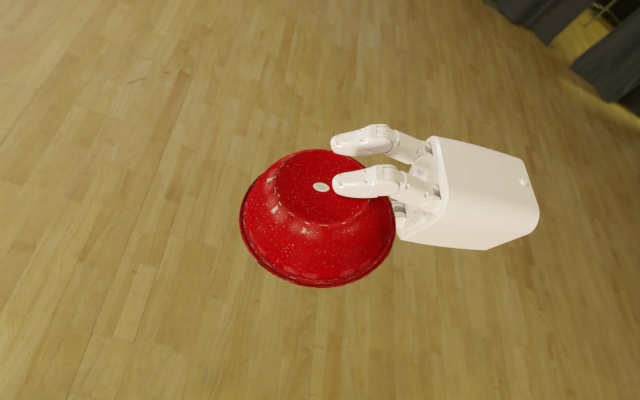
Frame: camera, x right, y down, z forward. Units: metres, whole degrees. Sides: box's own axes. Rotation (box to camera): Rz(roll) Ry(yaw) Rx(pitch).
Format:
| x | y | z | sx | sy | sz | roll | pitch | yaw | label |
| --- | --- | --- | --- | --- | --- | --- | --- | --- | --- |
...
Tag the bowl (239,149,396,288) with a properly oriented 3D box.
| x | y | z | sx | sy | sz | roll | pitch | yaw | label |
| --- | --- | --- | --- | --- | --- | --- | --- | --- | --- |
| -0.001 | 0.001 | 0.469 | 0.162 | 0.162 | 0.055 | 0 | -36 | -6 | bowl |
